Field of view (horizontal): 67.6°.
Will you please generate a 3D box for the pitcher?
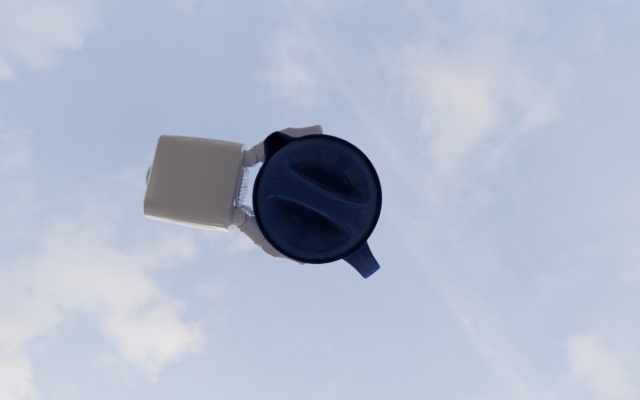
[{"bbox_3d":[0.000,0.002,0.598,0.145,0.149,0.243,7,3,-1],"label":"pitcher"}]
